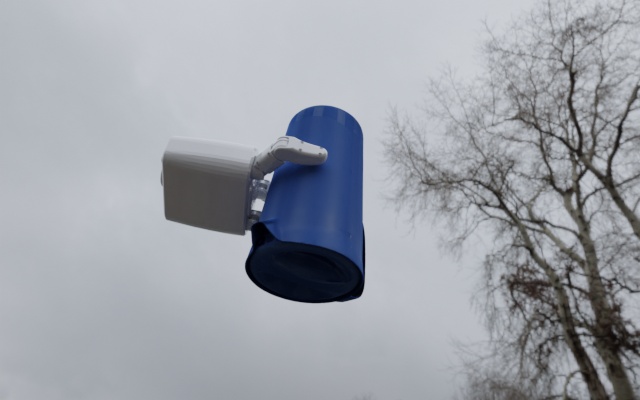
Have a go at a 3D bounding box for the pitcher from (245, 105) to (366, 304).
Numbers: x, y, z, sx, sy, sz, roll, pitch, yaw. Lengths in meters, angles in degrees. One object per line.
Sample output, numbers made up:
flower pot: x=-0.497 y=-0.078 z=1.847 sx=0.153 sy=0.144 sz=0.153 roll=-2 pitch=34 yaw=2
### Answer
pitcher: x=0.000 y=0.002 z=0.607 sx=0.145 sy=0.242 sz=0.149 roll=9 pitch=-38 yaw=-1
